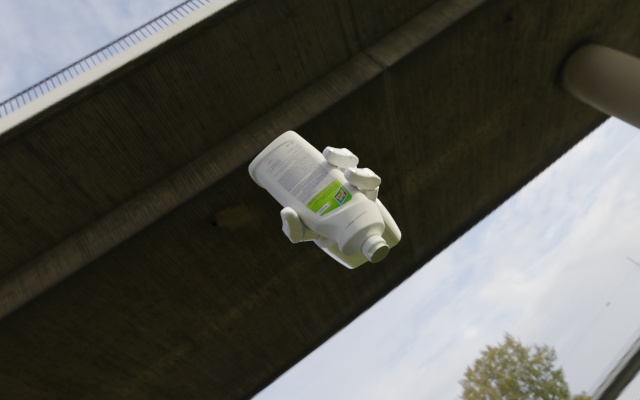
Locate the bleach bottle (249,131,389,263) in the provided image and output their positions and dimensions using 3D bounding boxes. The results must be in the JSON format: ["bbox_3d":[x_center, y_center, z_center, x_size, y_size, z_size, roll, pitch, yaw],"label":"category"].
[{"bbox_3d":[0.000,0.002,0.670,0.250,0.102,0.068,46,-1,39],"label":"bleach bottle"}]
